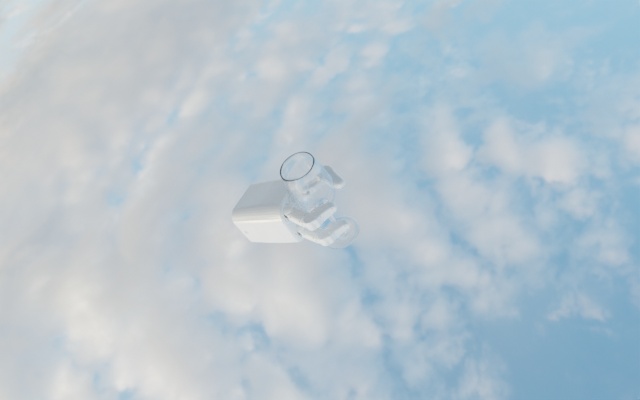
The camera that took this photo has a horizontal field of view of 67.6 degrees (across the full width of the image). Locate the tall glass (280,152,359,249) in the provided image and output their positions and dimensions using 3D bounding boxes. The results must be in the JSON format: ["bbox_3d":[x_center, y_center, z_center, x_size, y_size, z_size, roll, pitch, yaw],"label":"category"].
[{"bbox_3d":[0.001,0.003,0.838,0.079,0.079,0.201,0,-36,28],"label":"tall glass"}]
